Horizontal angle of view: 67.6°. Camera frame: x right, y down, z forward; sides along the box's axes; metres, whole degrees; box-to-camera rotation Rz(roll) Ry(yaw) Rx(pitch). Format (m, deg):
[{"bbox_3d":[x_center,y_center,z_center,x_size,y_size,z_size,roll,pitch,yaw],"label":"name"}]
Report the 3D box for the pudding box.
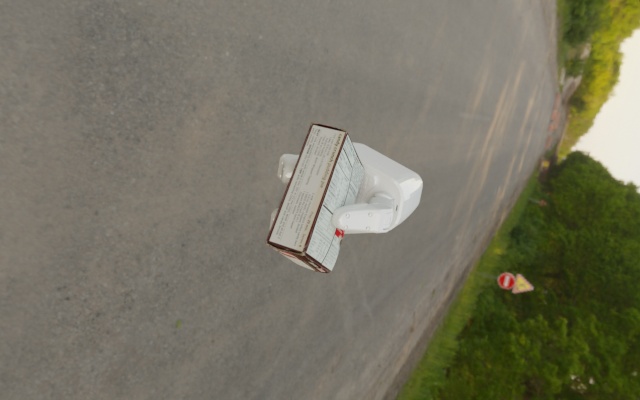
[{"bbox_3d":[0.000,0.001,0.424,0.039,0.113,0.090,13,-14,20],"label":"pudding box"}]
